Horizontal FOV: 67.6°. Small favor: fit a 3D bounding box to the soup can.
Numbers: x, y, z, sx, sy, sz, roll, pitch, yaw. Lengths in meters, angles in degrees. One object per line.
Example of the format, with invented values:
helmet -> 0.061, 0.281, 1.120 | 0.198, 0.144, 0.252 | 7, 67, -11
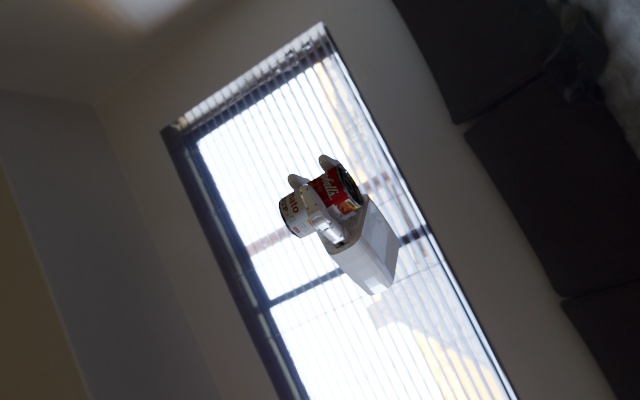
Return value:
soup can -> 0.000, 0.002, 0.672 | 0.102, 0.068, 0.068 | -30, -10, 18
